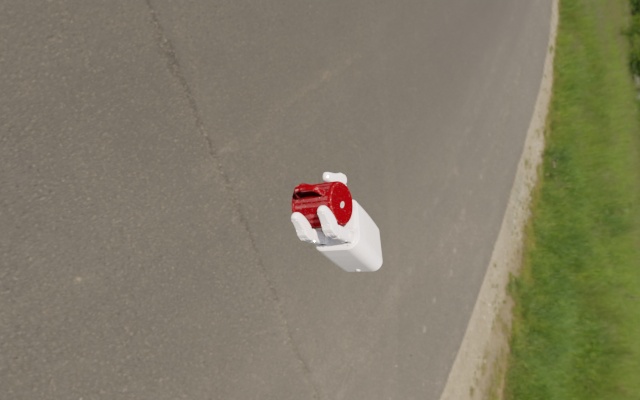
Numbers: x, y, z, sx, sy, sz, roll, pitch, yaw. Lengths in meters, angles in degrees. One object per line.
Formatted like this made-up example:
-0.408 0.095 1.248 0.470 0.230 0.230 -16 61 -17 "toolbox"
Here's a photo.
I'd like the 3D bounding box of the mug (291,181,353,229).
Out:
0.000 0.002 0.868 0.081 0.093 0.117 -8 -35 34 "mug"
